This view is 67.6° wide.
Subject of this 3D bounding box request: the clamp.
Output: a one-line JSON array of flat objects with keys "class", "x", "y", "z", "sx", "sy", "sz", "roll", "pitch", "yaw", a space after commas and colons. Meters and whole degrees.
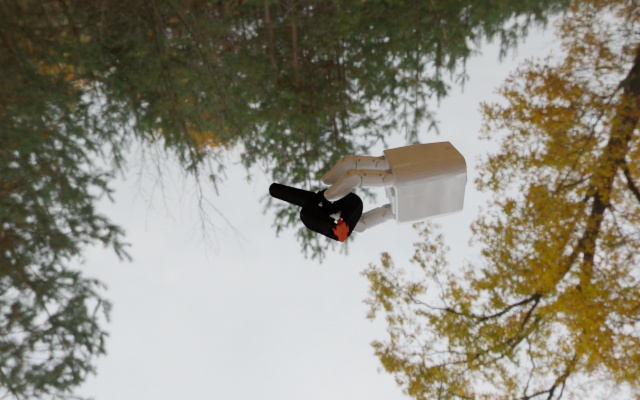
[{"class": "clamp", "x": 0.001, "y": 0.003, "z": 0.731, "sx": 0.164, "sy": 0.036, "sz": 0.210, "roll": -12, "pitch": 27, "yaw": 1}]
